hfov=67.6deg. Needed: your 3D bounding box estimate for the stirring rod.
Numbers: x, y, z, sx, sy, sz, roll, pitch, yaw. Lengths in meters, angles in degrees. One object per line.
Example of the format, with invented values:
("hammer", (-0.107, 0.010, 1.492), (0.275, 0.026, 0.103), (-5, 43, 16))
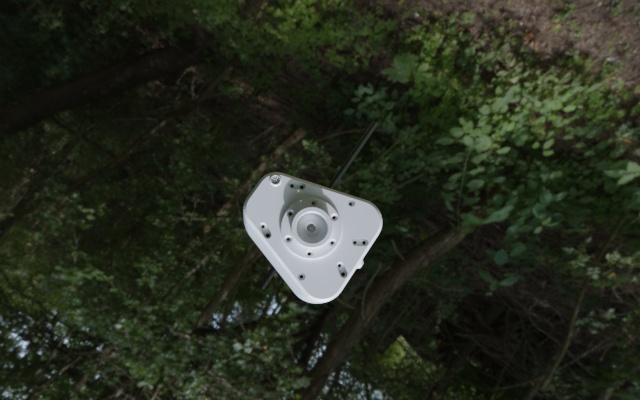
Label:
("stirring rod", (0.000, 0.002, 0.563), (0.011, 0.239, 0.011), (33, -10, 7))
